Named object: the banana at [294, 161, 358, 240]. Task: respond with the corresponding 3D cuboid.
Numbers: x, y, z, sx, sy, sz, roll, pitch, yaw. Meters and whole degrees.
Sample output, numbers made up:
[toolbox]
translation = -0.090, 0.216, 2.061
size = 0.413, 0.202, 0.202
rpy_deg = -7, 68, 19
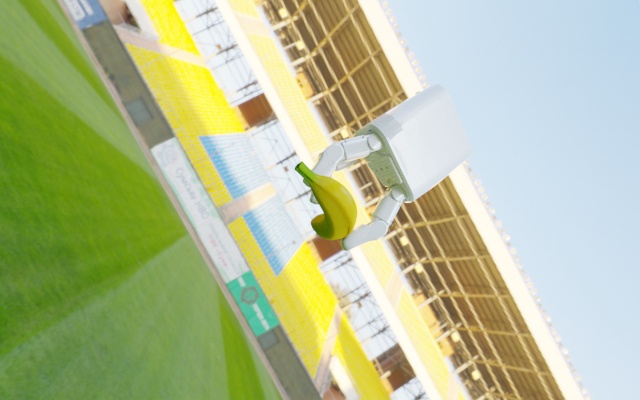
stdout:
[banana]
translation = 0.012, 0.013, 0.557
size = 0.037, 0.069, 0.198
rpy_deg = -41, -18, -13
